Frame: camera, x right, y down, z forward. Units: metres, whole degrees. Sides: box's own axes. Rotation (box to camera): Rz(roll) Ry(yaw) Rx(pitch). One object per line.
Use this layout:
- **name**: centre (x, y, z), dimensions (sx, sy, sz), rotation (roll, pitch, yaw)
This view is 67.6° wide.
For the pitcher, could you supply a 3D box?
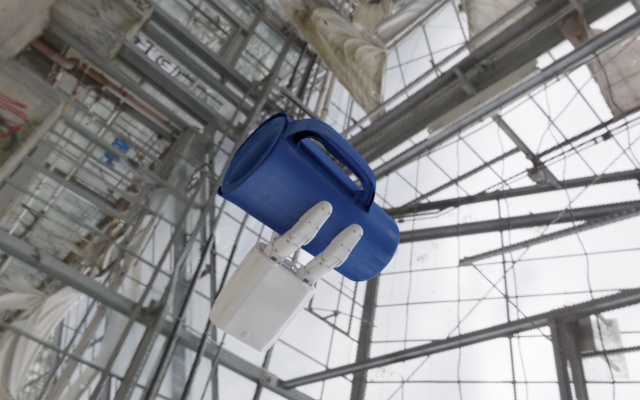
- **pitcher**: centre (0.000, 0.002, 0.637), dimensions (0.243, 0.145, 0.149), rotation (39, -4, -24)
